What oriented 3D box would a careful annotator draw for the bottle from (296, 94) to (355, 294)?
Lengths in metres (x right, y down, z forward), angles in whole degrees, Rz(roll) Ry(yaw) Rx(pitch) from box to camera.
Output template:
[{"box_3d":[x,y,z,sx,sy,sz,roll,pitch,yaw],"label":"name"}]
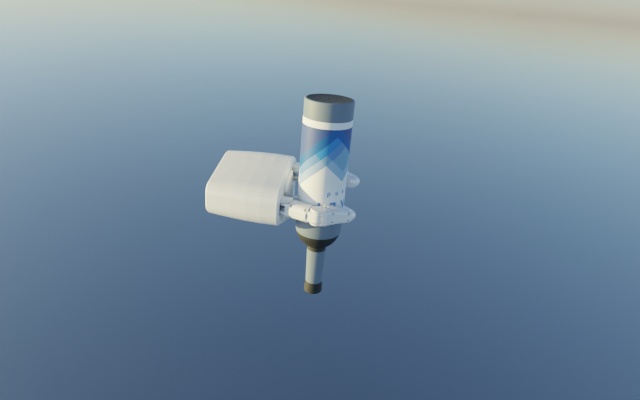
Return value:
[{"box_3d":[0.000,0.002,0.679,0.069,0.296,0.069,4,23,-2],"label":"bottle"}]
